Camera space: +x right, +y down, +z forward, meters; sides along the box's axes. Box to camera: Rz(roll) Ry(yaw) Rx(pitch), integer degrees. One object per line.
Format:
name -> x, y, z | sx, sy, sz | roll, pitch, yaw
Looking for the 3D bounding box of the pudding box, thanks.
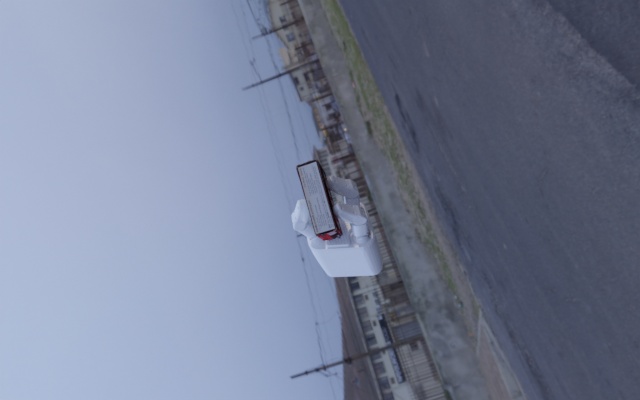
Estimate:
pudding box -> 0.000, 0.002, 0.738 | 0.039, 0.113, 0.090 | -19, -11, 4
